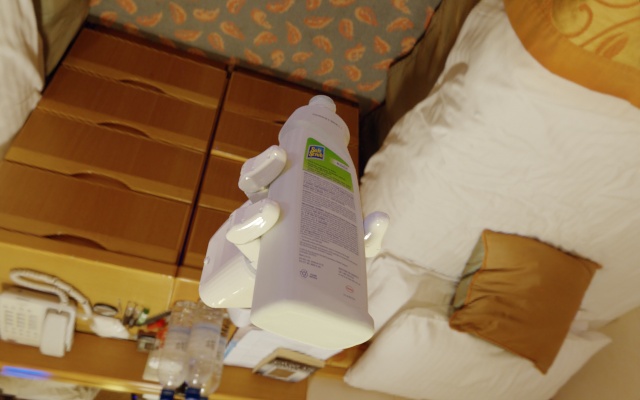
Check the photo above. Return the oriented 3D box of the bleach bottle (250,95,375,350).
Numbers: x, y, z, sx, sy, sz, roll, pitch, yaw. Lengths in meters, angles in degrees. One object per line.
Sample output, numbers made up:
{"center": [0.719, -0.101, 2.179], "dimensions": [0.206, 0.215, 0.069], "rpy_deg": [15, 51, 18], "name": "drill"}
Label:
{"center": [0.000, 0.001, 0.451], "dimensions": [0.102, 0.250, 0.068], "rpy_deg": [27, -41, -28], "name": "bleach bottle"}
